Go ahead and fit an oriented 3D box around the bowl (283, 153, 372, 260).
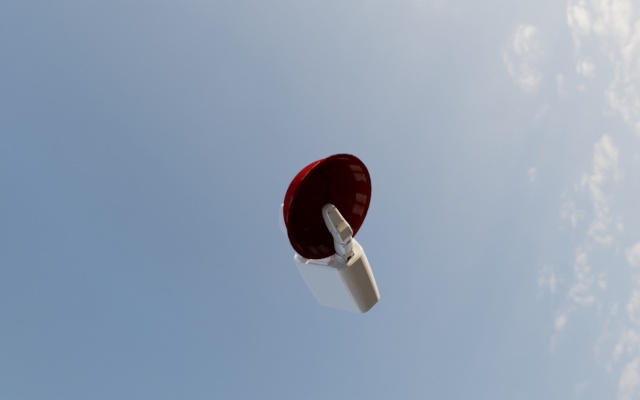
[{"bbox_3d":[0.000,0.001,0.695,0.162,0.162,0.055,0,20,-44],"label":"bowl"}]
